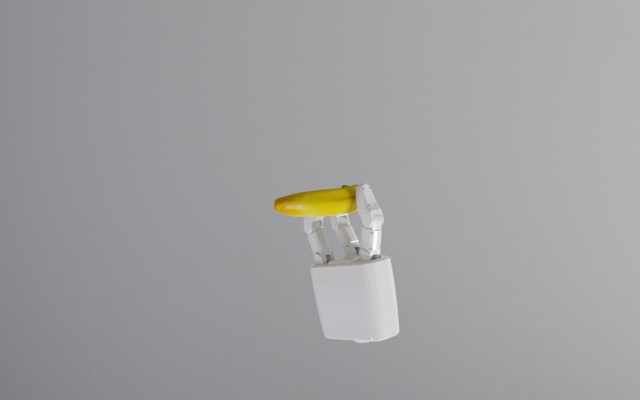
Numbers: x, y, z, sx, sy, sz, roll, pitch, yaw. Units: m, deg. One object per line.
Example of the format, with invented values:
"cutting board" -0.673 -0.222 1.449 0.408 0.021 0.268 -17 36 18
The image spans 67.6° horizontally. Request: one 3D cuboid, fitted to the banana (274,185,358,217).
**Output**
"banana" 0.018 0.001 0.650 0.069 0.037 0.198 -4 3 30
